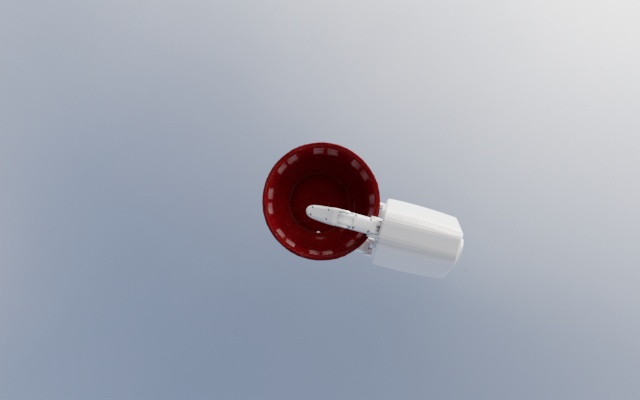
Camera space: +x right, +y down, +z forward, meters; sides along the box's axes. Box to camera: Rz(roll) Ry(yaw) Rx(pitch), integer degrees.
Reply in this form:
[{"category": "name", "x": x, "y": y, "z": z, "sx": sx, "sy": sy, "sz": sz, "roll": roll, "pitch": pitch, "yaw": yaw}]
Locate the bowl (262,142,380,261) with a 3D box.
[{"category": "bowl", "x": -0.001, "y": 0.002, "z": 0.674, "sx": 0.162, "sy": 0.162, "sz": 0.055, "roll": 0, "pitch": -3, "yaw": -4}]
